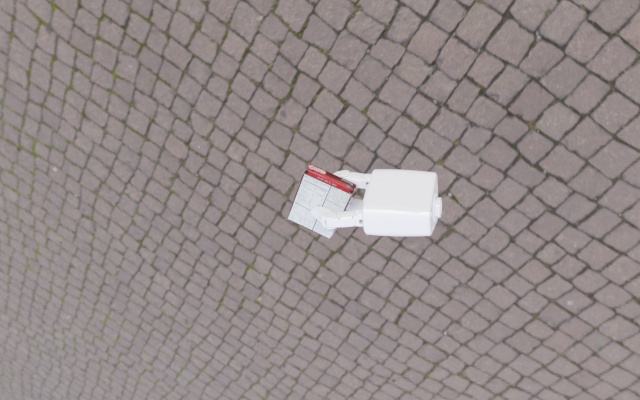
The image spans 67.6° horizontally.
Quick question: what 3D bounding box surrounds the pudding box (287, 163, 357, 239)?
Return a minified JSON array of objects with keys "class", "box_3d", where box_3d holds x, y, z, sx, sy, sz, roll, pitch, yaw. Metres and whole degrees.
[{"class":"pudding box","box_3d":[0.000,0.003,0.826,0.090,0.114,0.039,25,36,3]}]
